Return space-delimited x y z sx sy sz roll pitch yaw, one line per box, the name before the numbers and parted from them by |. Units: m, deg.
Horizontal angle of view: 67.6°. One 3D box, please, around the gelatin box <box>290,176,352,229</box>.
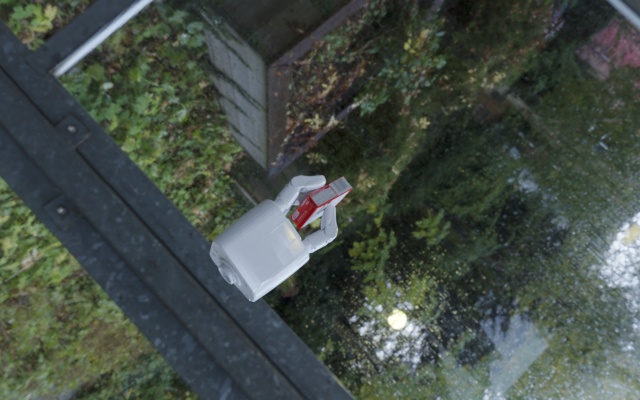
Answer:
gelatin box | 0.001 0.003 0.787 0.089 0.030 0.073 -29 -13 -39
